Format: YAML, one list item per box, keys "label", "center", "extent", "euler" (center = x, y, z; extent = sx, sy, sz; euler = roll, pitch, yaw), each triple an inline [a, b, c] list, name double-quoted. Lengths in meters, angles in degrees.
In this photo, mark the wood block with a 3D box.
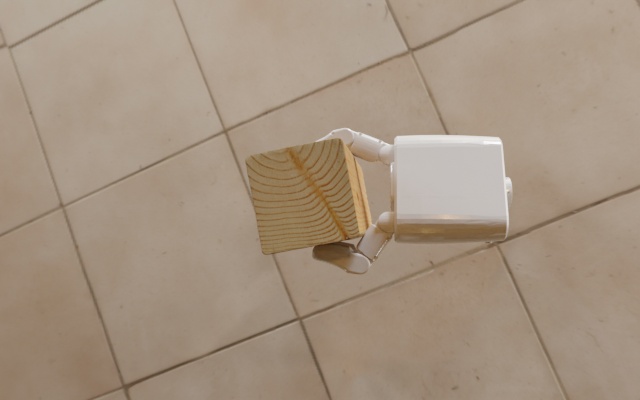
- label: "wood block"
  center: [0.000, 0.001, 0.513]
  extent: [0.090, 0.091, 0.206]
  euler: [-11, -5, 9]
